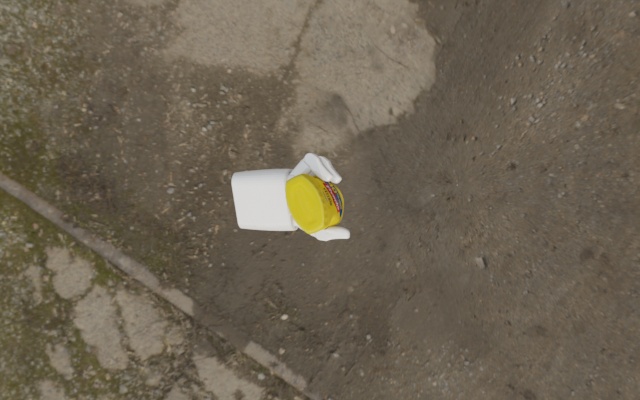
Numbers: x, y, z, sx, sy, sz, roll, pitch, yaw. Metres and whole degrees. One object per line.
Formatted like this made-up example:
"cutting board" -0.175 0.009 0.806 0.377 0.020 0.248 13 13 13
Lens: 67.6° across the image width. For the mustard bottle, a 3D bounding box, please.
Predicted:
"mustard bottle" 0.000 0.003 0.842 0.058 0.096 0.191 -26 -5 15
